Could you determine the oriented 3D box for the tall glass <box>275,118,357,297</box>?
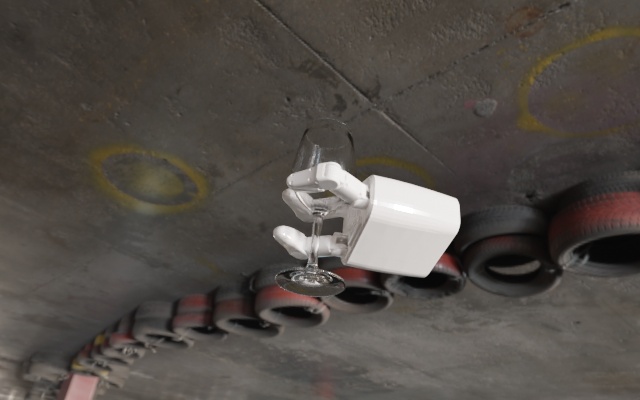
[{"bbox_3d":[0.000,0.002,0.545,0.079,0.201,0.079,5,-31,3],"label":"tall glass"}]
